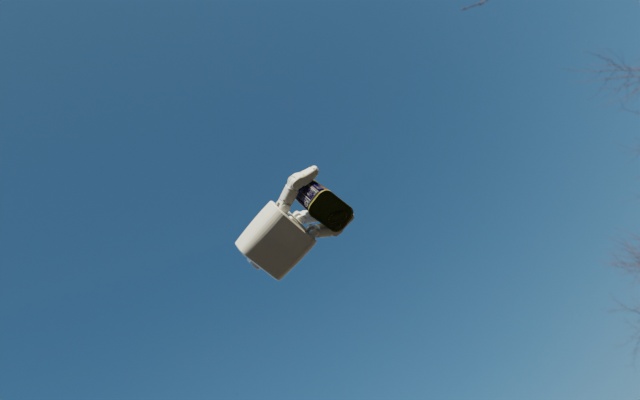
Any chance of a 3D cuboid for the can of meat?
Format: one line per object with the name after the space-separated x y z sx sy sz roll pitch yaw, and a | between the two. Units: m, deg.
0.000 0.003 0.898 0.102 0.057 0.084 36 3 -41 | can of meat
